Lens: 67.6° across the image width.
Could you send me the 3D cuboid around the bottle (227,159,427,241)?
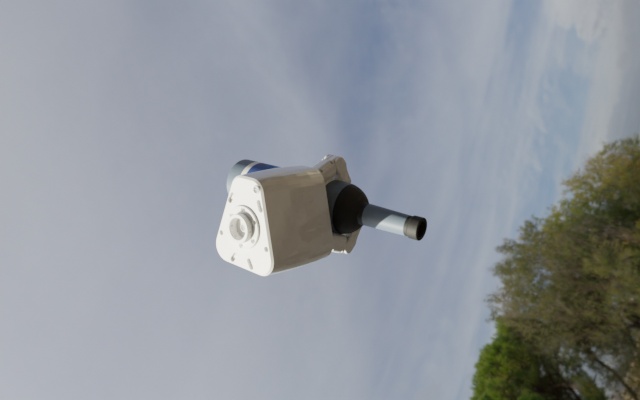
[{"bbox_3d":[0.000,0.002,0.630,0.295,0.069,0.069,15,9,35],"label":"bottle"}]
